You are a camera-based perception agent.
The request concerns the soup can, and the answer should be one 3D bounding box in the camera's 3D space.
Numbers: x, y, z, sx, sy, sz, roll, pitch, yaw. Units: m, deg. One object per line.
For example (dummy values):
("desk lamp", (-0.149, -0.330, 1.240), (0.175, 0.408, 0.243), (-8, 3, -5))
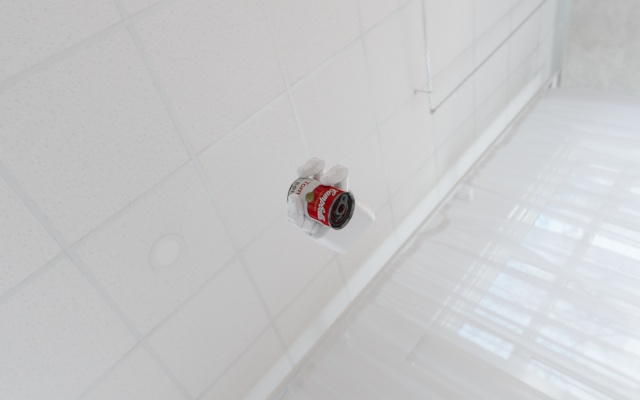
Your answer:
("soup can", (0.000, 0.003, 0.830), (0.102, 0.068, 0.068), (22, 14, 38))
